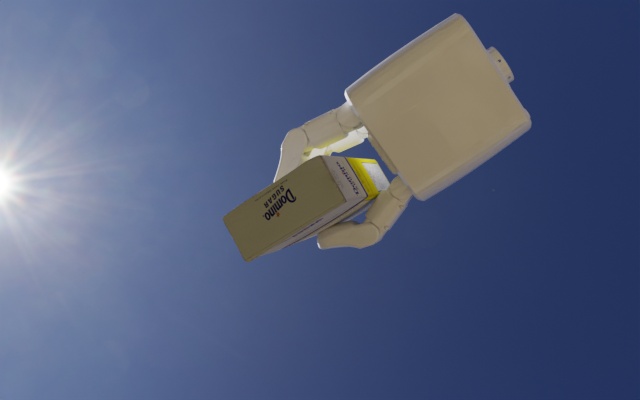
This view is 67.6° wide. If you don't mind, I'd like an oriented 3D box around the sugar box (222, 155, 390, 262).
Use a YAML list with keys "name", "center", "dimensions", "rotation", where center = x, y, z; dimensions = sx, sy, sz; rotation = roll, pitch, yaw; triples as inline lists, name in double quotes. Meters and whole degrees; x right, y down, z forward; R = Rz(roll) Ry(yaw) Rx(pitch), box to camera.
- name: "sugar box"
  center: [0.000, 0.001, 0.418]
  dimensions: [0.093, 0.048, 0.176]
  rotation: [-32, -9, 17]
